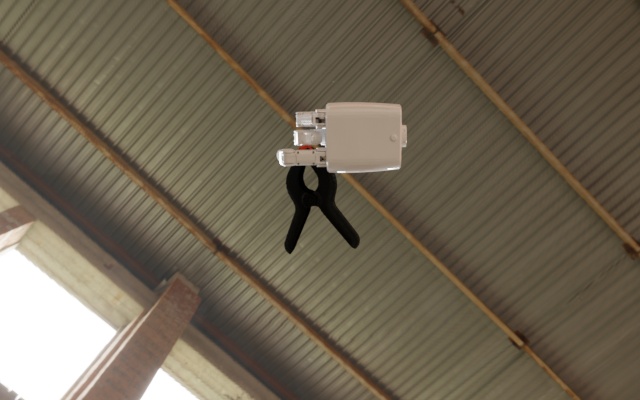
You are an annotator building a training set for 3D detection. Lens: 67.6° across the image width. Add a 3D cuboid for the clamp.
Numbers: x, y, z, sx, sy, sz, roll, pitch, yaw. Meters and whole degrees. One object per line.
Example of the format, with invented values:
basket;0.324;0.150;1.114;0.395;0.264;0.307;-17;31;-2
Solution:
clamp;0.000;0.002;0.727;0.120;0.171;0.039;1;14;9
